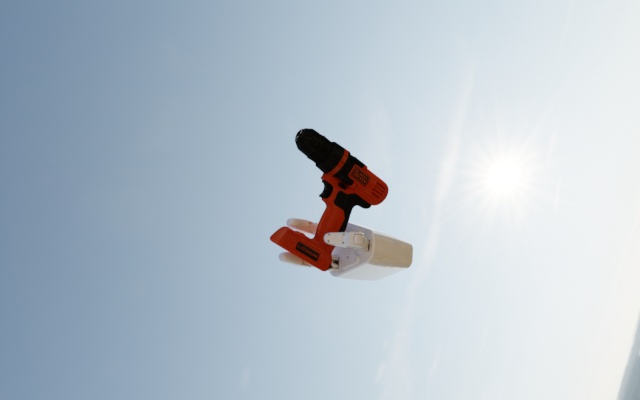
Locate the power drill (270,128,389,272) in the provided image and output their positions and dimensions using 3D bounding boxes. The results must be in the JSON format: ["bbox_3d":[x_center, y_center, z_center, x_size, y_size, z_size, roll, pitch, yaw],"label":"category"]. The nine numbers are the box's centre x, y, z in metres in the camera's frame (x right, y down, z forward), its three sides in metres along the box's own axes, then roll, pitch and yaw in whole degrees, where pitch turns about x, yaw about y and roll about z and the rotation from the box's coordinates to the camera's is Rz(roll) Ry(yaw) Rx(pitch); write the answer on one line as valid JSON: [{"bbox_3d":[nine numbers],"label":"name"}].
[{"bbox_3d":[0.000,0.003,0.757,0.184,0.187,0.057,35,-6,-20],"label":"power drill"}]
